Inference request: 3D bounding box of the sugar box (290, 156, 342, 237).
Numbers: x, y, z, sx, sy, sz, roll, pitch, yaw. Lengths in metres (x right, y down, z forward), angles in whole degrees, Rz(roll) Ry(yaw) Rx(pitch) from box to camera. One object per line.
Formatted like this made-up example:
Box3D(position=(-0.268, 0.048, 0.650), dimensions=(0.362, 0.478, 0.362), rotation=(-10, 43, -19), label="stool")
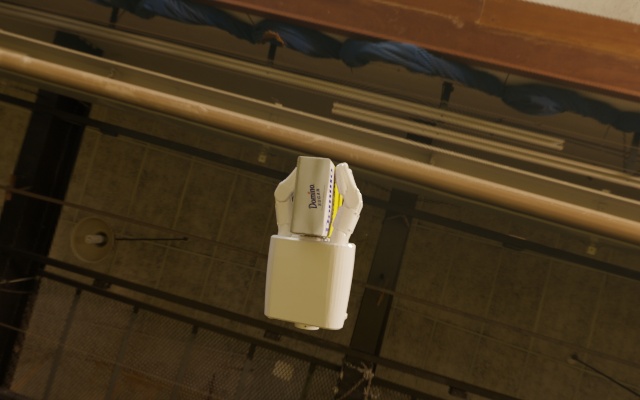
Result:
Box3D(position=(0.001, 0.002, 0.638), dimensions=(0.048, 0.093, 0.176), rotation=(6, -4, 6), label="sugar box")
